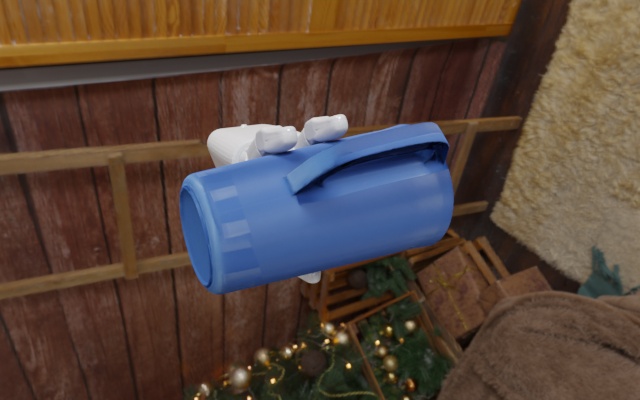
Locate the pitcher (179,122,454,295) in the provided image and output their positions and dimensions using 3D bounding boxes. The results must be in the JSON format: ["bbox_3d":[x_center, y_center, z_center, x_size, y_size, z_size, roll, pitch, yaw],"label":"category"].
[{"bbox_3d":[0.000,0.001,0.455,0.243,0.149,0.145,-13,22,-27],"label":"pitcher"}]
